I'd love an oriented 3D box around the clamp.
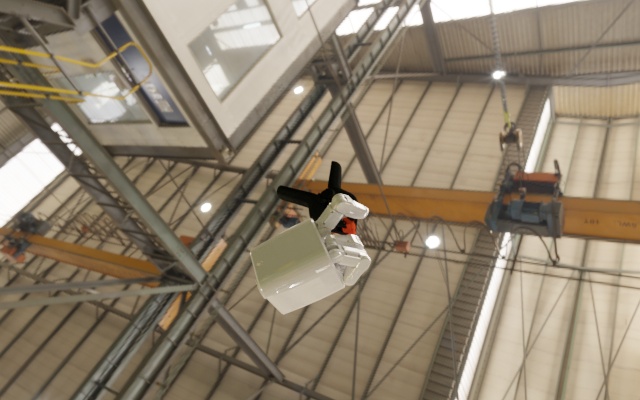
[{"bbox_3d":[0.000,0.003,0.769,0.120,0.039,0.171,-25,38,-2],"label":"clamp"}]
